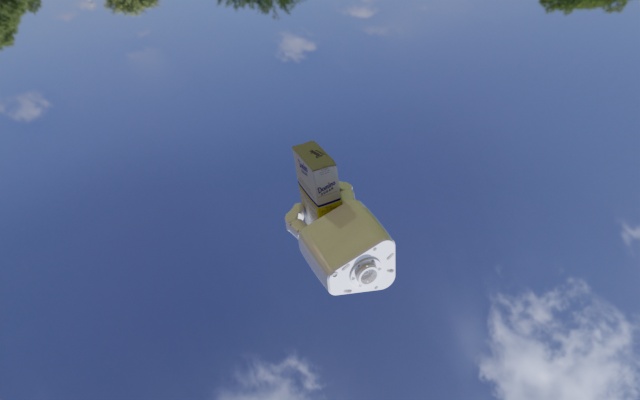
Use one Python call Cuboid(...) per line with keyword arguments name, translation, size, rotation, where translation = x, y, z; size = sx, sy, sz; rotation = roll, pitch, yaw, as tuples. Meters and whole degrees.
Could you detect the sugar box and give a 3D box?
Cuboid(name="sugar box", translation=(0.001, 0.003, 0.765), size=(0.048, 0.176, 0.093), rotation=(-17, 35, -16))
